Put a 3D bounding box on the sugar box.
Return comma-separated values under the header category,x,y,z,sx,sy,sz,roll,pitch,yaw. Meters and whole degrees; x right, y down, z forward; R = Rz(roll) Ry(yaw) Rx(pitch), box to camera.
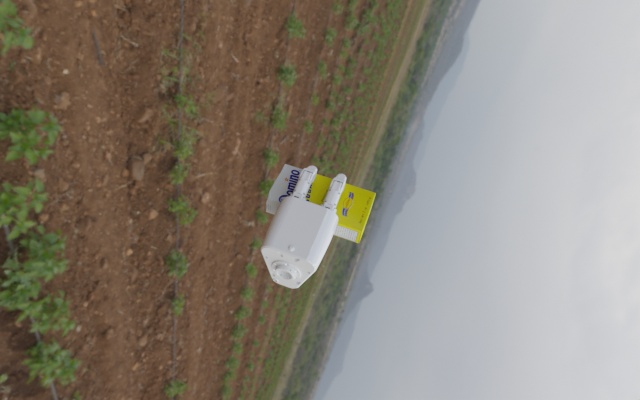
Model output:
category,x,y,z,sx,sy,sz,roll,pitch,yaw
sugar box,0.000,0.003,0.845,0.176,0.093,0.048,19,-38,6
